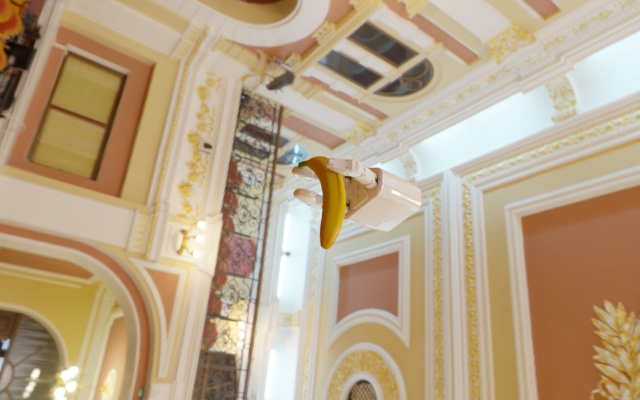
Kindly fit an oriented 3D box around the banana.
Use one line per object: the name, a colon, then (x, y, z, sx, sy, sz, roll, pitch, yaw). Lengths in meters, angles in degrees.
banana: (0.011, -0.012, 0.780, 0.037, 0.197, 0.070, 22, -54, -34)
